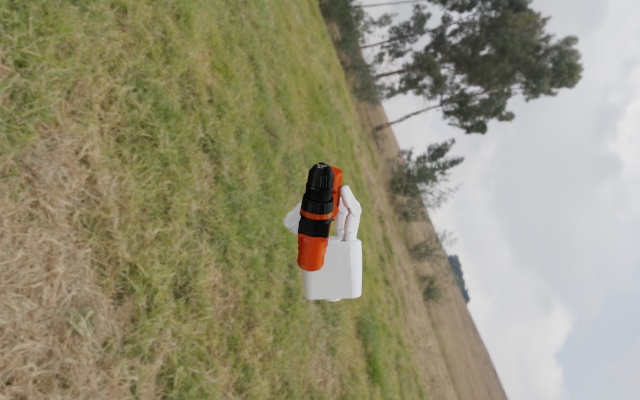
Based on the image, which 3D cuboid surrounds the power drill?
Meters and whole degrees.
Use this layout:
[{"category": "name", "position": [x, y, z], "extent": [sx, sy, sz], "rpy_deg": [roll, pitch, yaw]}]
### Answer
[{"category": "power drill", "position": [0.000, 0.003, 0.817], "extent": [0.057, 0.184, 0.187], "rpy_deg": [11, 23, 5]}]
